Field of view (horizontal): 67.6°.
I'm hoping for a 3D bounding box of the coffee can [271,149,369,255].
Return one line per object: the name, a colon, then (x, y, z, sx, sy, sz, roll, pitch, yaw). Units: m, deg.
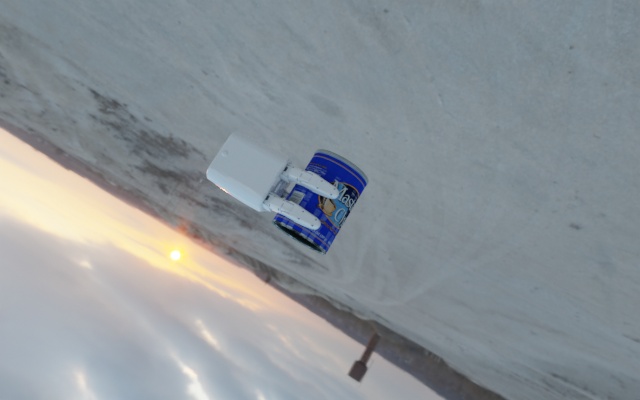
coffee can: (0.000, 0.003, 0.780, 0.103, 0.140, 0.103, 30, -12, 7)
